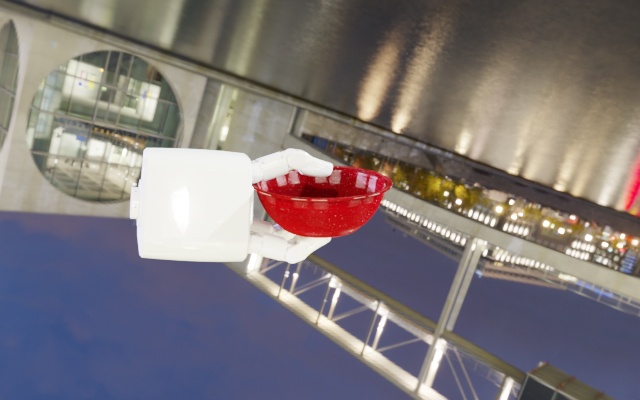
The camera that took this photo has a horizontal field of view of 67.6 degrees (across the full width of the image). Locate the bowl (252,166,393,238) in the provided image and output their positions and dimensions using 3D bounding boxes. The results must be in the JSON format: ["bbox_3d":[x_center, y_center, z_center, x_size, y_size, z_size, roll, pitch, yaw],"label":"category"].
[{"bbox_3d":[0.001,0.002,0.547,0.162,0.055,0.162,0,16,0],"label":"bowl"}]
